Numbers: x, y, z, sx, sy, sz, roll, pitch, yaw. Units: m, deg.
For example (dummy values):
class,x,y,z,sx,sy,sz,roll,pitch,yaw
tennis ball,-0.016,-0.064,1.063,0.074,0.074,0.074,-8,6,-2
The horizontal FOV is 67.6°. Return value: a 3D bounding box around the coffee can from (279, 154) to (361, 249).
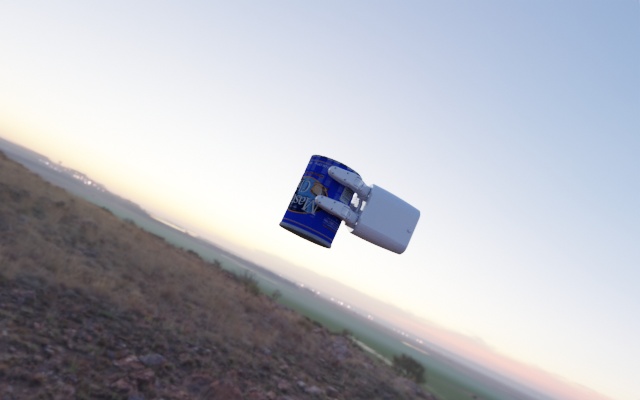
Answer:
class,x,y,z,sx,sy,sz,roll,pitch,yaw
coffee can,0.000,0.003,0.858,0.103,0.140,0.103,24,-9,4
